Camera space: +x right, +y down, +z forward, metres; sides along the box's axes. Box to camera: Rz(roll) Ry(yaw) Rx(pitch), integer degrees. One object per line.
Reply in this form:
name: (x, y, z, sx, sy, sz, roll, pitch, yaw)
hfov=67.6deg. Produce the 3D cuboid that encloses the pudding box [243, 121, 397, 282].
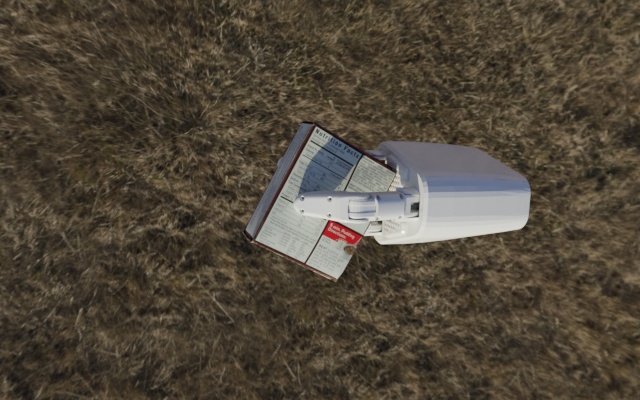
pudding box: (0.000, 0.001, 0.412, 0.090, 0.113, 0.039, 28, -1, -21)
